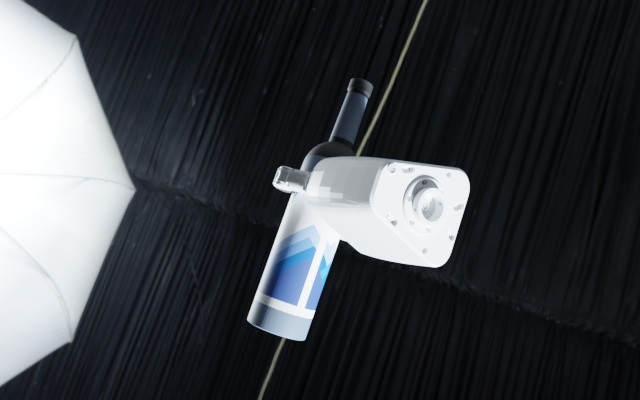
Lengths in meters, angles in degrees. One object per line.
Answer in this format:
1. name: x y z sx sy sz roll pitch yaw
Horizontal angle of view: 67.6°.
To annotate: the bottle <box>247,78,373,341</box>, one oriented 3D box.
1. bottle: 0.000 0.002 0.535 0.069 0.295 0.069 19 -7 3
